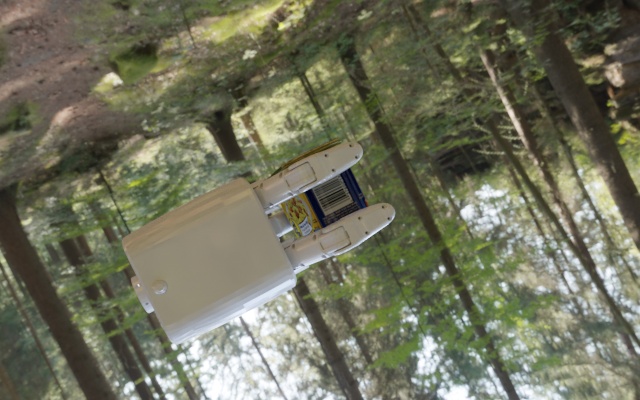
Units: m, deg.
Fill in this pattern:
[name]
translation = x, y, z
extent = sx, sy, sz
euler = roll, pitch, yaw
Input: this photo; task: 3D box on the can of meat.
[can of meat]
translation = 0.000, 0.002, 0.429
extent = 0.057, 0.084, 0.102
euler = -26, 1, -19
